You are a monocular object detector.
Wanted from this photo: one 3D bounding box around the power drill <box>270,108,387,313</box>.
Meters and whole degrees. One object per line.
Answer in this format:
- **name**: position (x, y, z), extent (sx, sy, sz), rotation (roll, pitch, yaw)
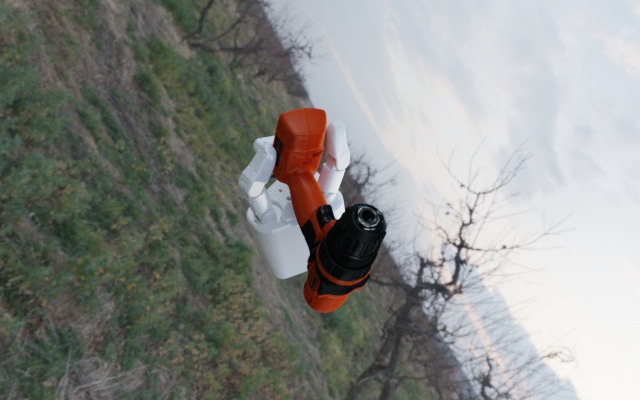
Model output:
- **power drill**: position (0.000, 0.001, 0.477), extent (0.057, 0.187, 0.184), rotation (-6, -29, -19)
